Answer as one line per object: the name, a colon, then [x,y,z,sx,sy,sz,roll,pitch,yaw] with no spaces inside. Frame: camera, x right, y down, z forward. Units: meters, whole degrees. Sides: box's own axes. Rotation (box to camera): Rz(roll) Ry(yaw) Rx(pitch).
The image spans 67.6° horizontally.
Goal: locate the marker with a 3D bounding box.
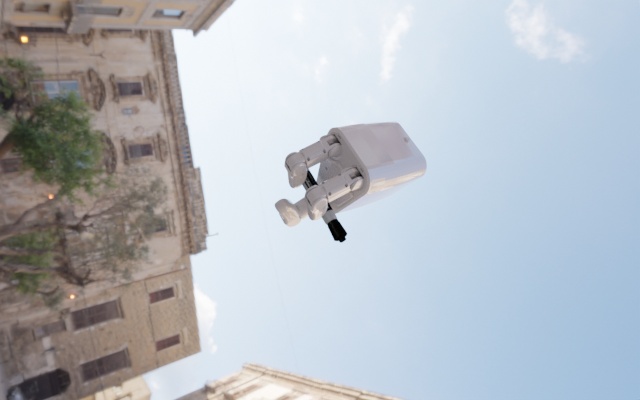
marker: [0.000,0.002,0.613,0.020,0.121,0.020,-25,-24,-12]
